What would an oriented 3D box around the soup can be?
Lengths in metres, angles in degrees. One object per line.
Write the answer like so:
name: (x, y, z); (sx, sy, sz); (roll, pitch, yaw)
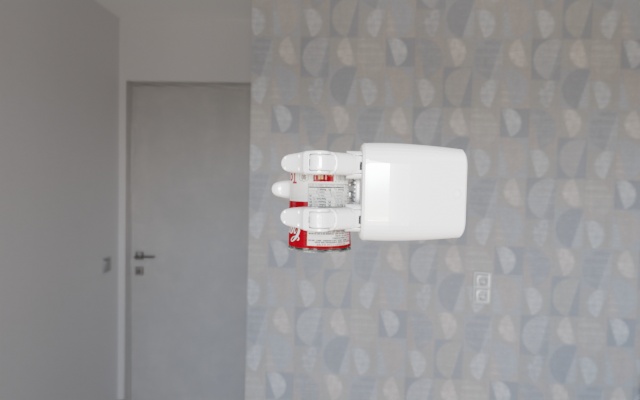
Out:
soup can: (0.000, 0.001, 0.516); (0.068, 0.102, 0.068); (1, 2, 0)
